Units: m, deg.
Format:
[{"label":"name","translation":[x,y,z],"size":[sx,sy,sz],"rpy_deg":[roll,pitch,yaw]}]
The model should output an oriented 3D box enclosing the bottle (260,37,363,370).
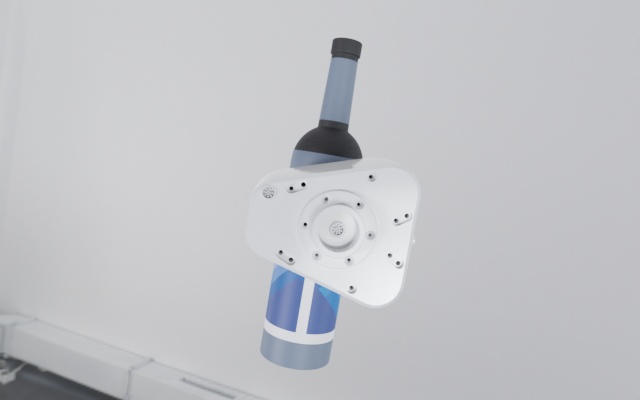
[{"label":"bottle","translation":[0.000,0.002,0.442],"size":[0.069,0.296,0.069],"rpy_deg":[10,4,-1]}]
